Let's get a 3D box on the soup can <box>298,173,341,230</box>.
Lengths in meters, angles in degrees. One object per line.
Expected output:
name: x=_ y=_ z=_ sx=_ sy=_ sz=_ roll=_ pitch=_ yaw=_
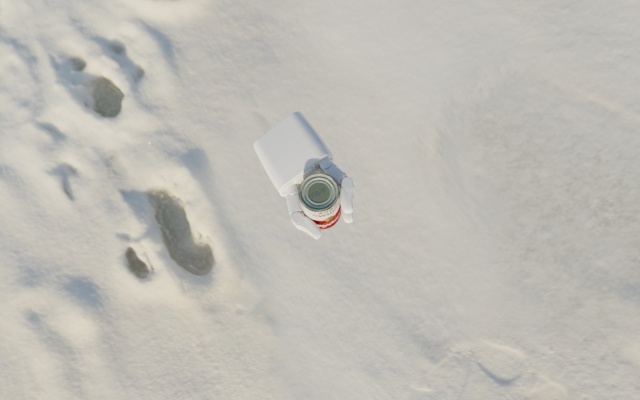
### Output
soup can: x=0.000 y=0.003 z=0.806 sx=0.068 sy=0.068 sz=0.102 roll=0 pitch=-20 yaw=3
